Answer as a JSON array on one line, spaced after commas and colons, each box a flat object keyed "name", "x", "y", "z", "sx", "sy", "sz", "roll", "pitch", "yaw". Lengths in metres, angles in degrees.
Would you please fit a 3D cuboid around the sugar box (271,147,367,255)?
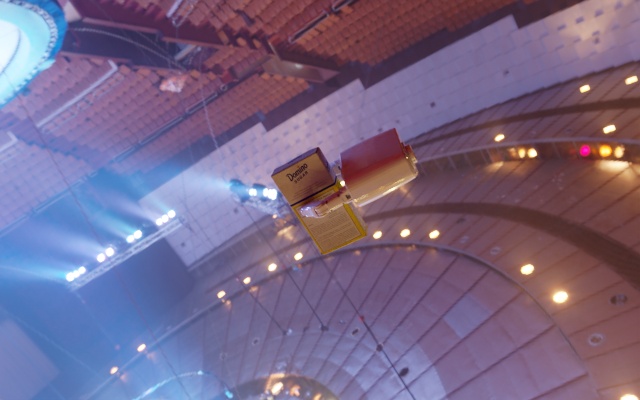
[{"name": "sugar box", "x": 0.000, "y": 0.003, "z": 0.833, "sx": 0.093, "sy": 0.176, "sz": 0.048, "roll": -26, "pitch": 17, "yaw": 16}]
